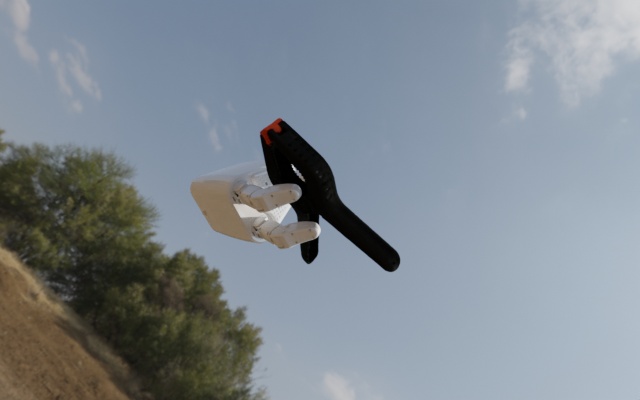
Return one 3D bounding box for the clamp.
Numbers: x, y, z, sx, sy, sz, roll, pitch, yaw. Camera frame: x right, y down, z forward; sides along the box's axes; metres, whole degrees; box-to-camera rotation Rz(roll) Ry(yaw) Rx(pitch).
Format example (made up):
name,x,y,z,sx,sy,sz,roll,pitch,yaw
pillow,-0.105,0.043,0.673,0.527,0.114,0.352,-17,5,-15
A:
name,x,y,z,sx,sy,sz,roll,pitch,yaw
clamp,0.000,0.001,0.558,0.164,0.210,0.036,4,38,45
